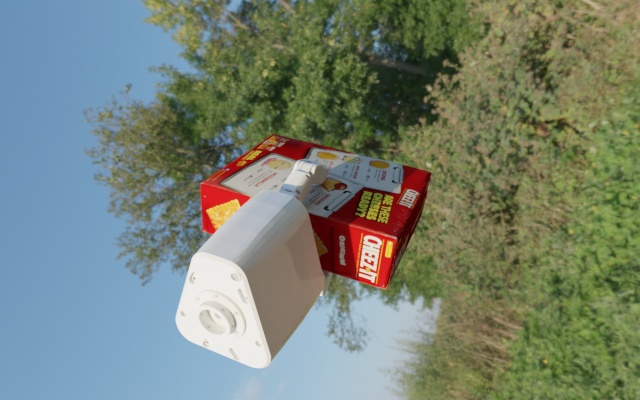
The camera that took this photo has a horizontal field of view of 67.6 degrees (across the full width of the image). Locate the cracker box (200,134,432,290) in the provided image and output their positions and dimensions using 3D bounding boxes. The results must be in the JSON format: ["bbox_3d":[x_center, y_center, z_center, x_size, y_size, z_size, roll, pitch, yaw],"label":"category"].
[{"bbox_3d":[0.000,0.002,0.543,0.213,0.072,0.164,16,31,17],"label":"cracker box"}]
